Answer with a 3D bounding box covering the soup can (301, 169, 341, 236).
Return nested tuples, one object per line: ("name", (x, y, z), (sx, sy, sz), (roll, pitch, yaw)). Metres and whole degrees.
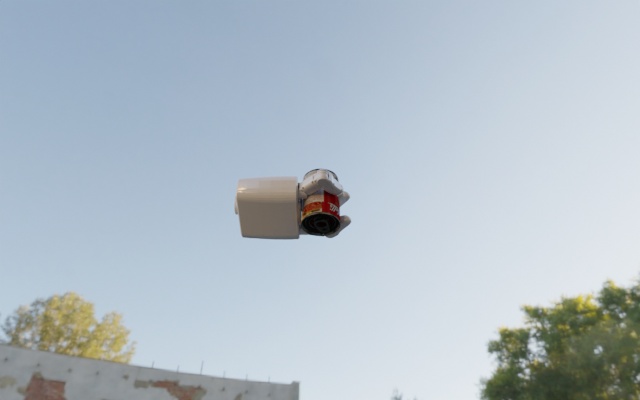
("soup can", (0.001, 0.002, 0.843), (0.068, 0.102, 0.069), (0, -39, 0))
